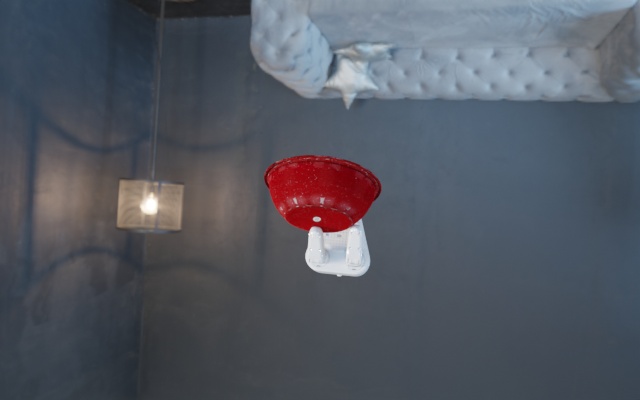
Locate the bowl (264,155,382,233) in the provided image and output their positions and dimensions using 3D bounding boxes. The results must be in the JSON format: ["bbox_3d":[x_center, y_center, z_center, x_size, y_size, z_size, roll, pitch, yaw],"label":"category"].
[{"bbox_3d":[0.000,0.002,0.644,0.162,0.055,0.162,6,-25,3],"label":"bowl"}]
